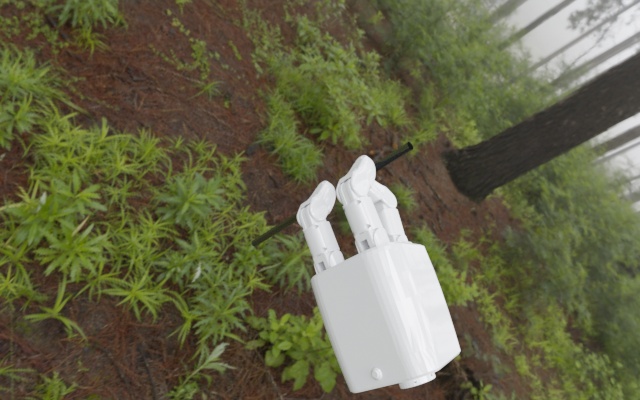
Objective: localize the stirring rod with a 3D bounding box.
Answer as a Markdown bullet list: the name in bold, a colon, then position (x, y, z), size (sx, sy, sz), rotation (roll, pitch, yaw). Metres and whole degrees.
- **stirring rod**: position (0.000, 0.002, 0.499), size (0.011, 0.011, 0.239), rotation (0, -25, -47)
